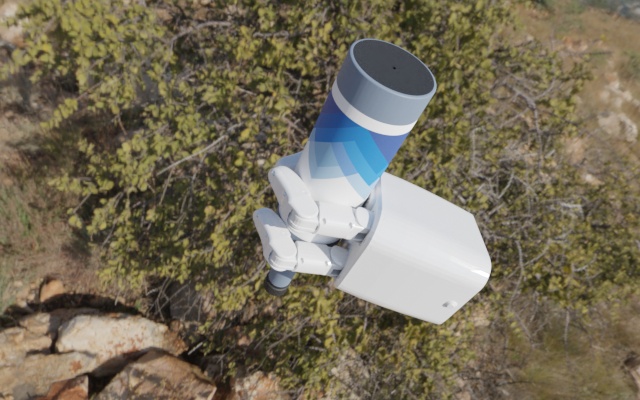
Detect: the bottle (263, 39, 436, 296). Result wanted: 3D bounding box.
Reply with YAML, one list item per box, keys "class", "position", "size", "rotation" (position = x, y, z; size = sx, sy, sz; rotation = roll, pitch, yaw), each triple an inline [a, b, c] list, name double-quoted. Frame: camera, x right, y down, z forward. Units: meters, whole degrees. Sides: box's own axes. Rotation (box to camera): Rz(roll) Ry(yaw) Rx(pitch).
- class: "bottle"
  position: [0.000, 0.001, 0.430]
  size: [0.069, 0.069, 0.296]
  rotation: [0, -39, -26]
